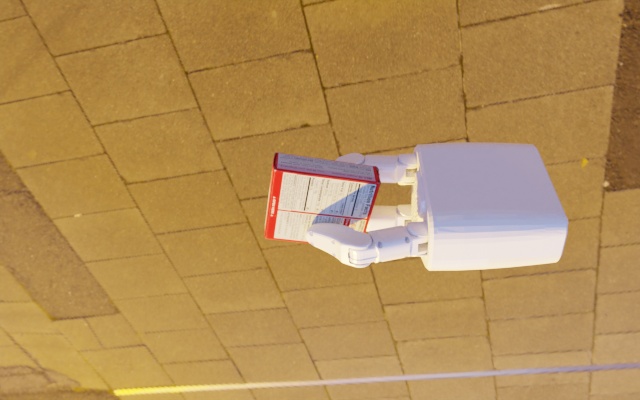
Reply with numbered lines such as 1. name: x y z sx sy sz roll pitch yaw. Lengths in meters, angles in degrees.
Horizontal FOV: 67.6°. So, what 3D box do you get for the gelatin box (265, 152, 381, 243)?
1. gelatin box: 0.000 0.002 0.408 0.089 0.073 0.030 6 36 -7
